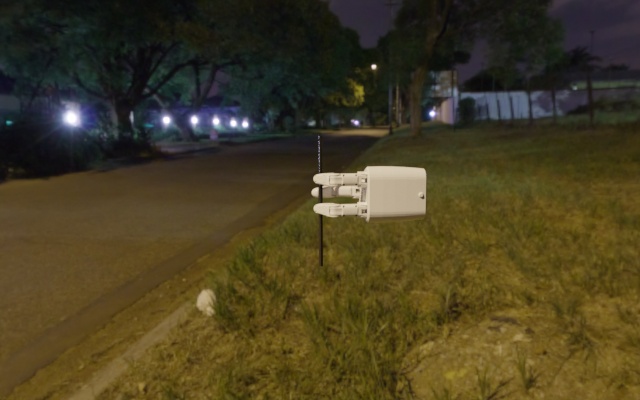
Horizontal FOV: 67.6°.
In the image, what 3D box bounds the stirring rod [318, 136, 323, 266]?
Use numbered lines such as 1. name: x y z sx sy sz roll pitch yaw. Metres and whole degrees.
1. stirring rod: 0.000 0.003 0.878 0.011 0.239 0.011 0 7 0
